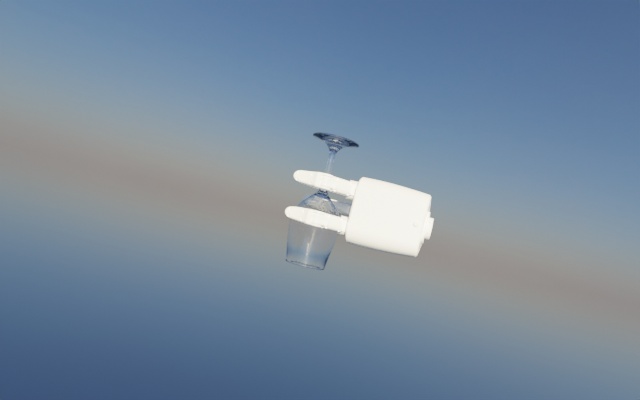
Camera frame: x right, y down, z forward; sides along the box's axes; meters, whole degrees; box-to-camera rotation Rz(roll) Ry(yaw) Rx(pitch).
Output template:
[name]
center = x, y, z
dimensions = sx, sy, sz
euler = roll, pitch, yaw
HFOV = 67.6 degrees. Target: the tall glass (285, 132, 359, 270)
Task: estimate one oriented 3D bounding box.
[tall glass]
center = 0.000, 0.002, 0.736
dimensions = 0.079, 0.201, 0.079
euler = 14, -3, 1
